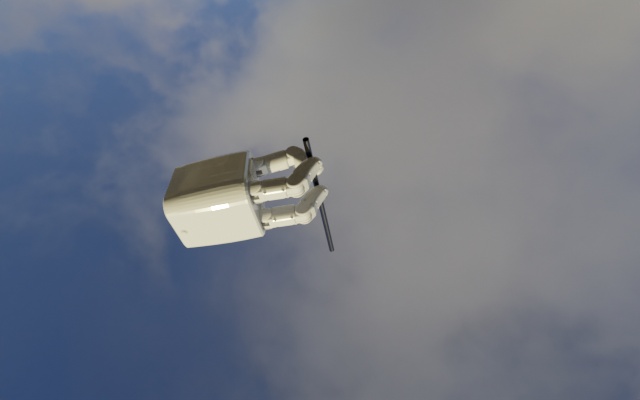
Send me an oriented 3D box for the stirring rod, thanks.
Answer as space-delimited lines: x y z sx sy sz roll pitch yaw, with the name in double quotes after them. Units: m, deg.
0.000 0.002 0.670 0.011 0.011 0.240 0 -39 11 "stirring rod"
